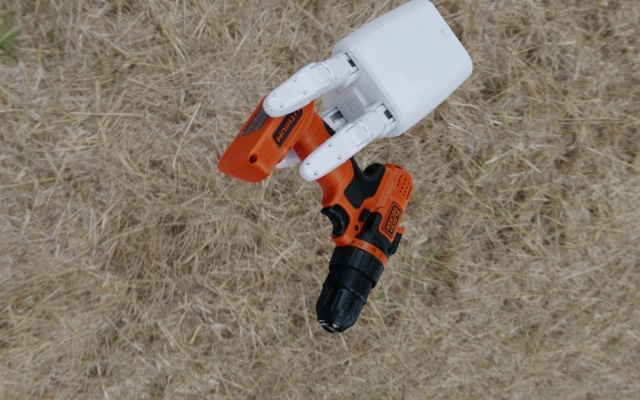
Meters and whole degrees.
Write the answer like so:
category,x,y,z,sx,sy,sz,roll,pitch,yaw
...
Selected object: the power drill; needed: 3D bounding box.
category,x,y,z,sx,sy,sz,roll,pitch,yaw
power drill,0.000,0.001,0.433,0.057,0.184,0.188,-10,-45,46
